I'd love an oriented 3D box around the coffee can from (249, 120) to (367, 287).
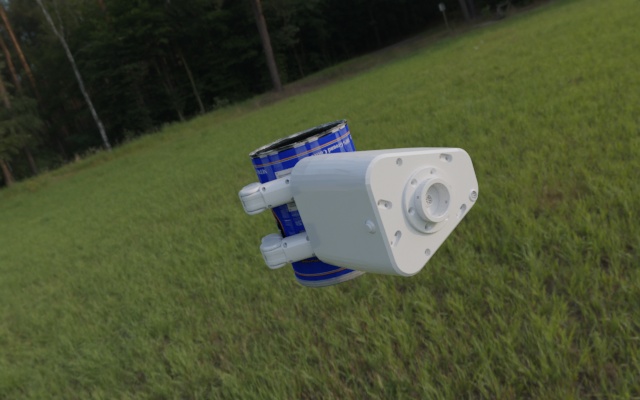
[{"bbox_3d":[0.000,0.002,0.486,0.103,0.140,0.102,-19,13,4],"label":"coffee can"}]
